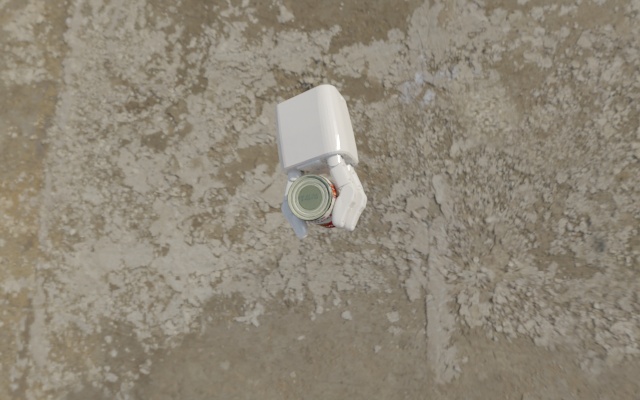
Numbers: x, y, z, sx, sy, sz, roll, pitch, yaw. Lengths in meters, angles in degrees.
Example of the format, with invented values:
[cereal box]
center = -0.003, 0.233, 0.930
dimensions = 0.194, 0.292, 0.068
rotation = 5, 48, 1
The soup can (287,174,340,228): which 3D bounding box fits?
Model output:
[soup can]
center = 0.000, 0.003, 0.702
dimensions = 0.068, 0.068, 0.102
rotation = 0, -8, 18
